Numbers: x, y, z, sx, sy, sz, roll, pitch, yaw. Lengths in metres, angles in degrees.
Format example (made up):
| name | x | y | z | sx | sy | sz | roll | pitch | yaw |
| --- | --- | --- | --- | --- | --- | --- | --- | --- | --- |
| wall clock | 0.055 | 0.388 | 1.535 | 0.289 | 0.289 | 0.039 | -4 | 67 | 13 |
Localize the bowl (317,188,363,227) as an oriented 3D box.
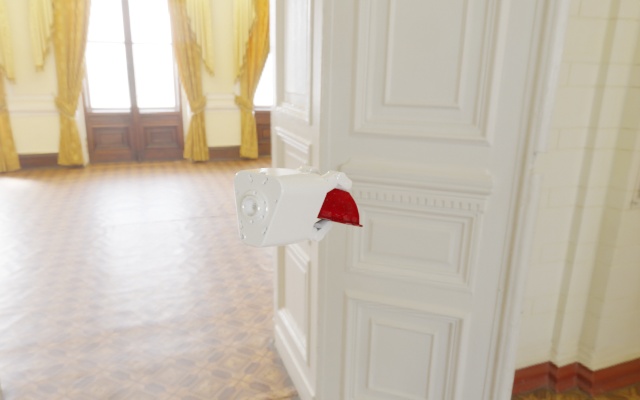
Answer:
| name | x | y | z | sx | sy | sz | roll | pitch | yaw |
| --- | --- | --- | --- | --- | --- | --- | --- | --- | --- |
| bowl | 0.001 | 0.002 | 0.826 | 0.162 | 0.055 | 0.162 | 13 | -1 | 0 |
